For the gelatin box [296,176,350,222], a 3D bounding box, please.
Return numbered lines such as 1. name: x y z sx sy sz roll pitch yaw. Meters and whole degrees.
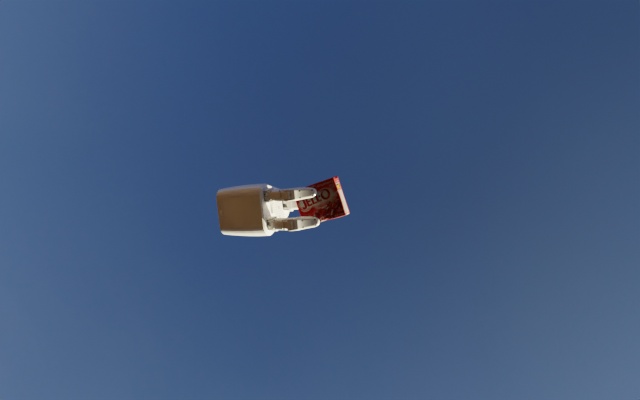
1. gelatin box: 0.001 0.003 0.888 0.089 0.073 0.030 -17 1 21
